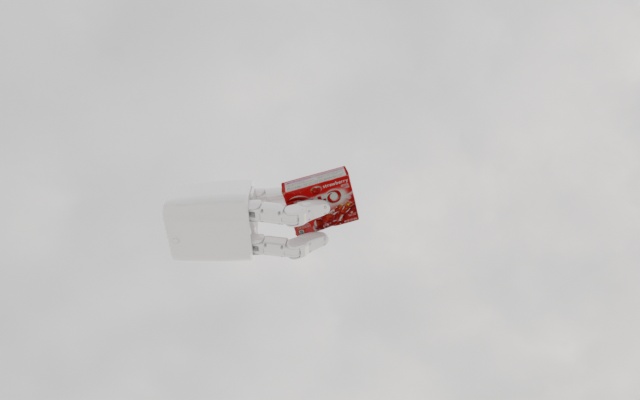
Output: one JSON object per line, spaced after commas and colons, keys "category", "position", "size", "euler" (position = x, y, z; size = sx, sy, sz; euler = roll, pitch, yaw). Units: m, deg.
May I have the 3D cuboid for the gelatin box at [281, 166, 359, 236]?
{"category": "gelatin box", "position": [0.000, 0.002, 0.629], "size": [0.089, 0.073, 0.030], "euler": [-16, 34, 0]}
